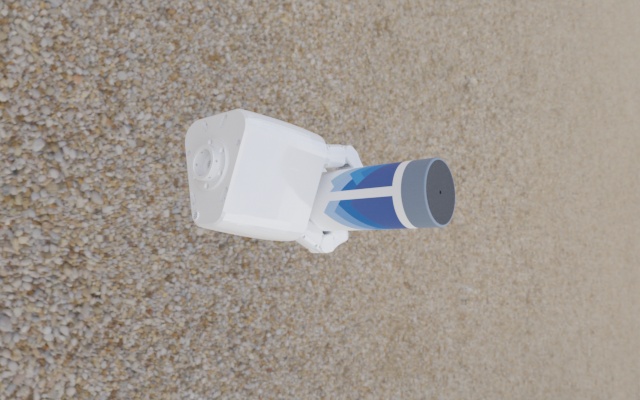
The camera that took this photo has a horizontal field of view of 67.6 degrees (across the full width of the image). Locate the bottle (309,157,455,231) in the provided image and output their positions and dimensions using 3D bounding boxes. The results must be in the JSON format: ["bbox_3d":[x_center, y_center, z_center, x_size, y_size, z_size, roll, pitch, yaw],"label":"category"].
[{"bbox_3d":[0.000,0.002,0.542,0.296,0.069,0.069,-5,-3,39],"label":"bottle"}]
